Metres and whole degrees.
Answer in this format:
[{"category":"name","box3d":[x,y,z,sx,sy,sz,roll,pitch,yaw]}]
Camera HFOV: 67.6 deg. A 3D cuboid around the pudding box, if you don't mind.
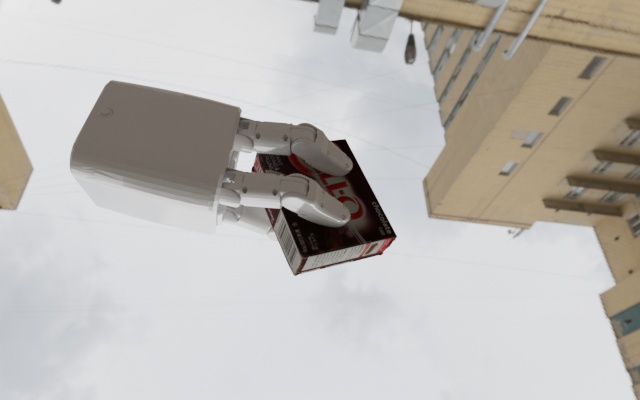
[{"category":"pudding box","box3d":[0.000,0.001,0.413,0.090,0.113,0.039,-10,-29,-26]}]
